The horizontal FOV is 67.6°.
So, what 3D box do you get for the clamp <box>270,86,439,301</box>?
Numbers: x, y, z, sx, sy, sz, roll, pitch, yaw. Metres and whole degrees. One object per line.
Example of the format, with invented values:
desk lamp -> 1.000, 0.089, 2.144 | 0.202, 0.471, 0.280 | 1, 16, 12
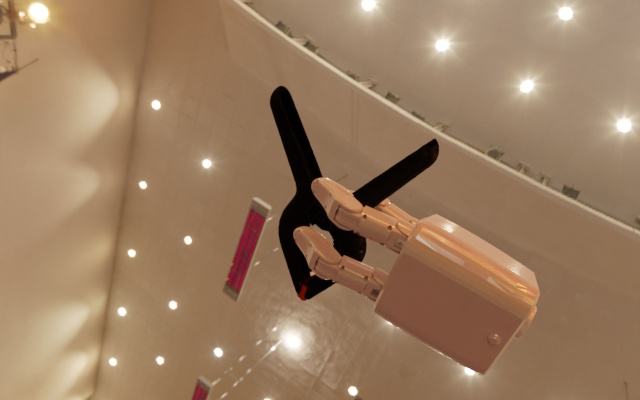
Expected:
clamp -> 0.000, 0.002, 0.465 | 0.164, 0.210, 0.036 | 30, 29, 17
